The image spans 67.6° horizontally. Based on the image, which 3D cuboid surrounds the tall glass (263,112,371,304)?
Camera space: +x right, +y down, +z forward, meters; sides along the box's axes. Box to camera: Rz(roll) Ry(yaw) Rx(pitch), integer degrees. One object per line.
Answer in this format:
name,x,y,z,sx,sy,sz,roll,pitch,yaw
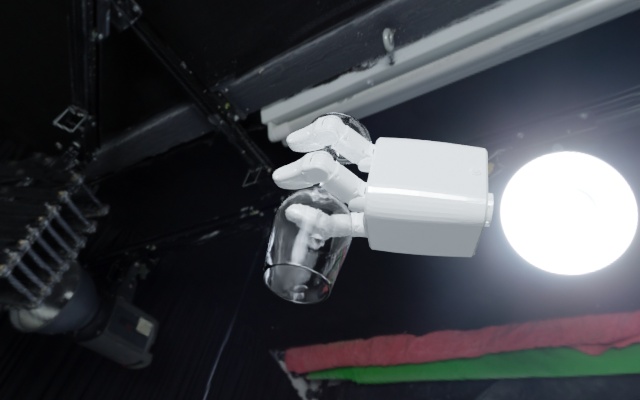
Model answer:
tall glass,0.000,0.001,0.480,0.079,0.201,0.079,9,-41,8
